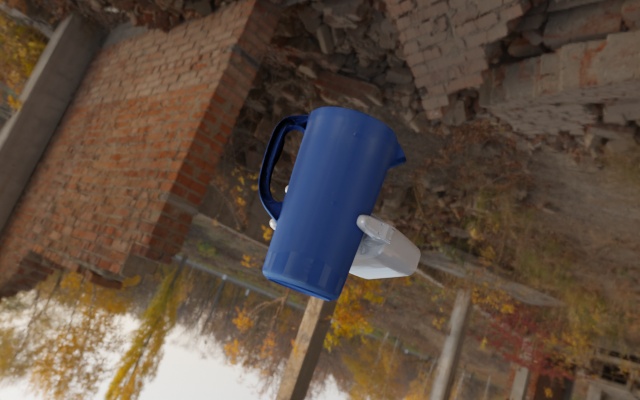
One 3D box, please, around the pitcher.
[{"bbox_3d":[0.000,0.002,0.652,0.149,0.242,0.145,6,-19,44],"label":"pitcher"}]
